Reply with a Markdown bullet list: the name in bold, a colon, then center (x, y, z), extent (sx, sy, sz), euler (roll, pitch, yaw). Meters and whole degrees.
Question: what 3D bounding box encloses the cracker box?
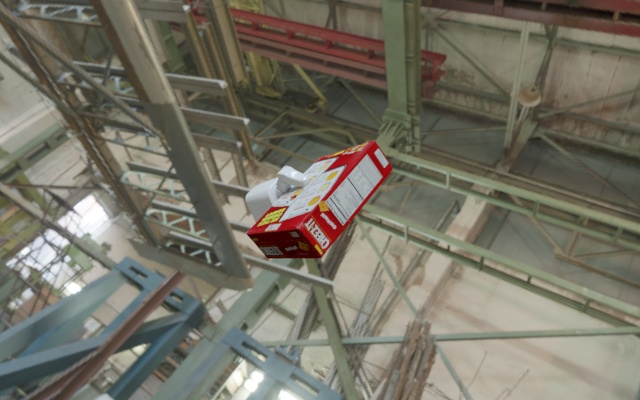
- **cracker box**: center (0.000, 0.002, 0.798), extent (0.213, 0.072, 0.164), euler (-49, 21, -29)
